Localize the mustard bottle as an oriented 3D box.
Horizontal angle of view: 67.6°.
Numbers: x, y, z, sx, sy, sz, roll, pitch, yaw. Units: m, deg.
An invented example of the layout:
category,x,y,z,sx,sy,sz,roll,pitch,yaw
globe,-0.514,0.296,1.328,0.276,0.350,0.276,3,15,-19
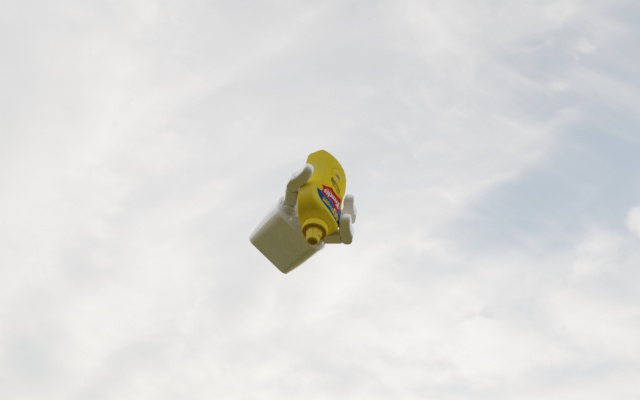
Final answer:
category,x,y,z,sx,sy,sz,roll,pitch,yaw
mustard bottle,0.000,0.002,0.814,0.058,0.096,0.191,-17,35,24
